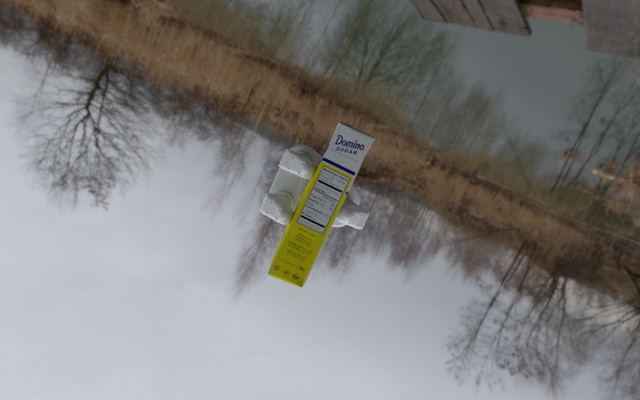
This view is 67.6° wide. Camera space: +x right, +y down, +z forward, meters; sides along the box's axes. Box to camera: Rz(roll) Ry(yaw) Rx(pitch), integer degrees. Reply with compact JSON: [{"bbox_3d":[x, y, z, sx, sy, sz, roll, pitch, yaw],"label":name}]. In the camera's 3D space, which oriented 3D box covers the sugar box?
[{"bbox_3d":[0.000,0.002,0.531,0.048,0.176,0.093,23,6,-2],"label":"sugar box"}]
